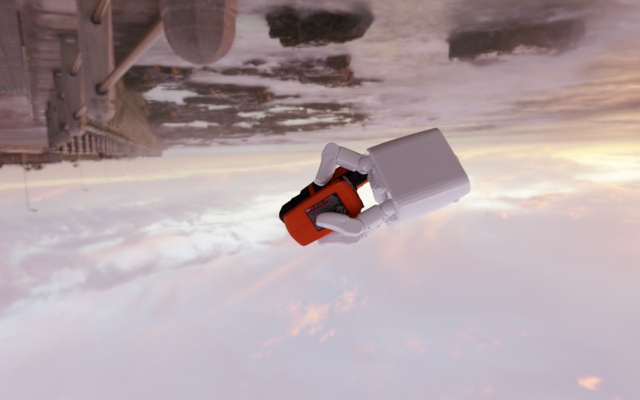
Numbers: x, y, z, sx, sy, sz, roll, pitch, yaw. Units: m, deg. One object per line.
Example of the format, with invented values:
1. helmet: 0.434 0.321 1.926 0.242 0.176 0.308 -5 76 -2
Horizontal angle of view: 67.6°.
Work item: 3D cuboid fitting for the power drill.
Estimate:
1. power drill: 0.000 0.002 0.715 0.184 0.057 0.187 -33 10 15
